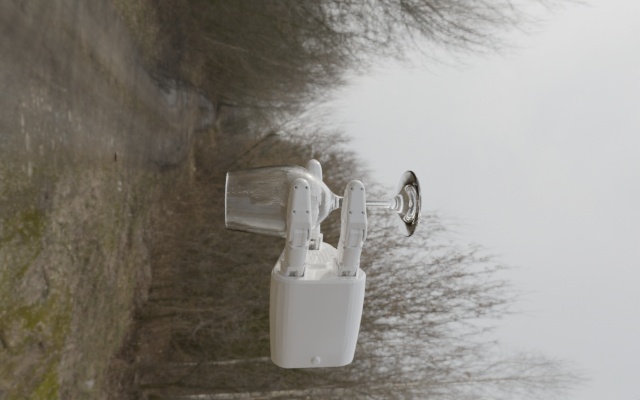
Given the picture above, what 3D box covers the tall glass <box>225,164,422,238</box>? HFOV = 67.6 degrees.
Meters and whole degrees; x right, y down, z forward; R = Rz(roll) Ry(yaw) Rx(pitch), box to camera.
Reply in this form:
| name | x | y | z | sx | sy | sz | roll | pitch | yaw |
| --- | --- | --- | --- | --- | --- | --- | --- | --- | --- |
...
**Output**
| name | x | y | z | sx | sy | sz | roll | pitch | yaw |
| --- | --- | --- | --- | --- | --- | --- | --- | --- | --- |
| tall glass | 0.001 | 0.002 | 0.512 | 0.201 | 0.079 | 0.079 | 2 | 0 | -10 |
